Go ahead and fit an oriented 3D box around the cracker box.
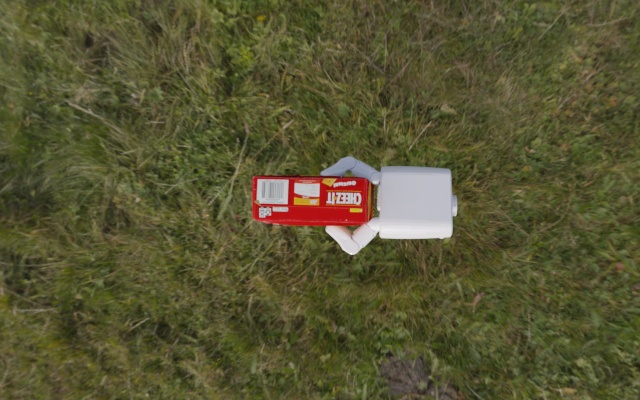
[{"bbox_3d":[0.000,0.002,0.757,0.164,0.072,0.214,1,-2,9],"label":"cracker box"}]
